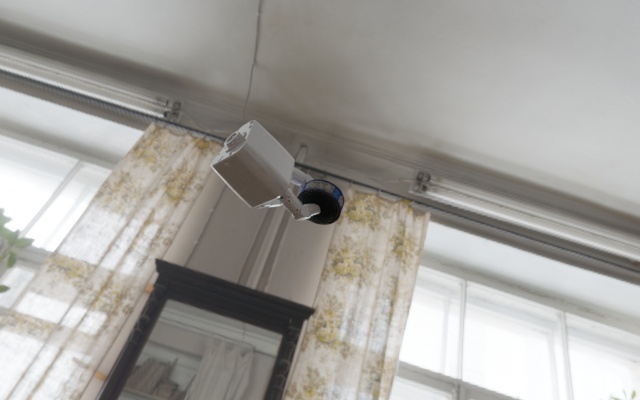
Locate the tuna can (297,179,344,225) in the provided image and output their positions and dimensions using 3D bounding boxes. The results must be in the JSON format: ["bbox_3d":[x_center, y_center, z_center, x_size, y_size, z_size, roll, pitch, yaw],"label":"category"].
[{"bbox_3d":[0.000,0.003,0.881,0.086,0.086,0.033,0,41,23],"label":"tuna can"}]
